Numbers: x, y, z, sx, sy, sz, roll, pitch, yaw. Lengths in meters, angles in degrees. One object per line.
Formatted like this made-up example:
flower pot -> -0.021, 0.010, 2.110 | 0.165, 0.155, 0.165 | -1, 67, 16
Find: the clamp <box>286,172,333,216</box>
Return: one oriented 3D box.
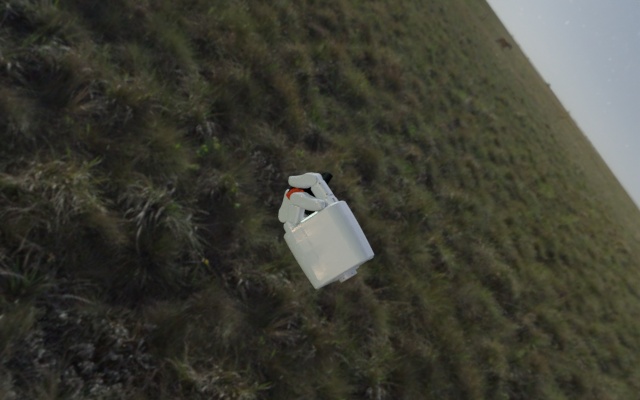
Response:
clamp -> 0.000, 0.003, 0.891 | 0.039, 0.120, 0.171 | -37, -13, 27
